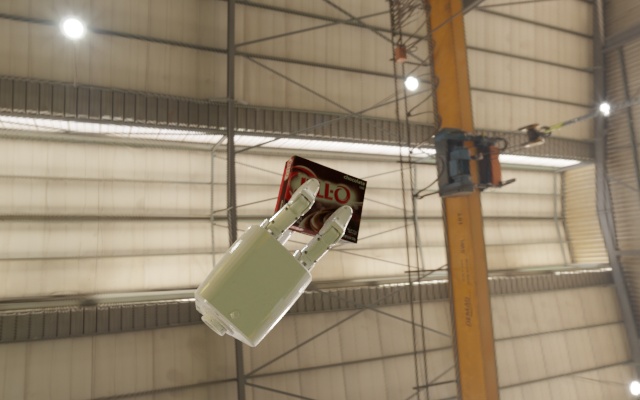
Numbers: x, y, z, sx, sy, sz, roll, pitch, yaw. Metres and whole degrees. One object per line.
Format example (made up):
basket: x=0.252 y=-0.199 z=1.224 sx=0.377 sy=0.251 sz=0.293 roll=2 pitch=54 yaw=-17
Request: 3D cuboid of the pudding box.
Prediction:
pudding box: x=0.000 y=0.002 z=0.626 sx=0.113 sy=0.090 sz=0.039 roll=19 pitch=-18 yaw=-23
